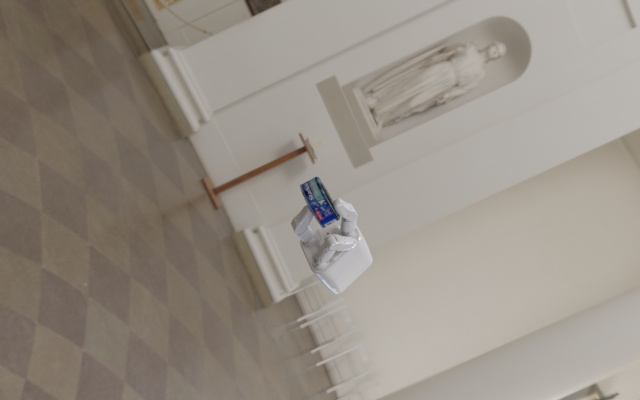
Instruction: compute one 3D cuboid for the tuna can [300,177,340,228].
[{"bbox_3d":[0.001,0.002,0.819,0.034,0.086,0.086,-28,-3,6],"label":"tuna can"}]
